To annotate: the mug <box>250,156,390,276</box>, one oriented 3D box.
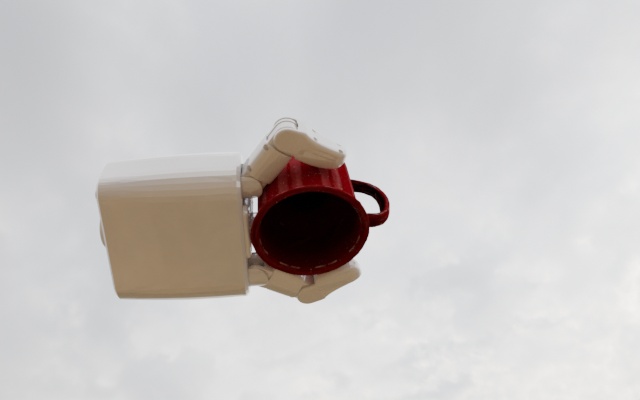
[{"bbox_3d":[0.001,0.001,0.403,0.117,0.093,0.081,-2,38,-6],"label":"mug"}]
